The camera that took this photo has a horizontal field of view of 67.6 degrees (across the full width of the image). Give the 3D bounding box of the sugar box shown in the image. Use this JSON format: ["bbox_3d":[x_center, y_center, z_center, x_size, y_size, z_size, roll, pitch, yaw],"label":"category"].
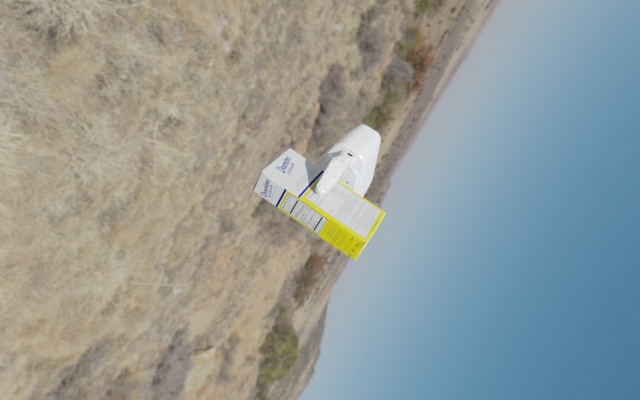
[{"bbox_3d":[0.000,0.003,0.690,0.176,0.048,0.093,33,36,6],"label":"sugar box"}]
